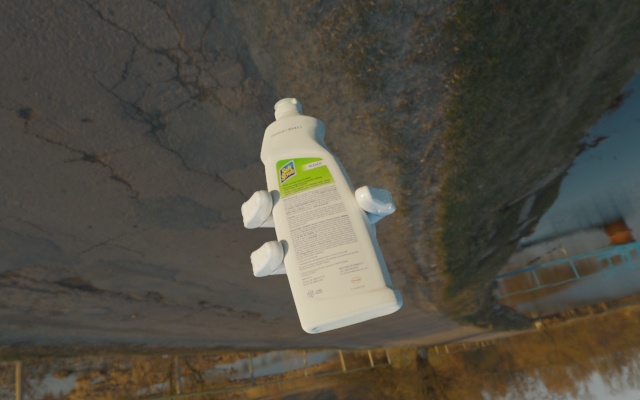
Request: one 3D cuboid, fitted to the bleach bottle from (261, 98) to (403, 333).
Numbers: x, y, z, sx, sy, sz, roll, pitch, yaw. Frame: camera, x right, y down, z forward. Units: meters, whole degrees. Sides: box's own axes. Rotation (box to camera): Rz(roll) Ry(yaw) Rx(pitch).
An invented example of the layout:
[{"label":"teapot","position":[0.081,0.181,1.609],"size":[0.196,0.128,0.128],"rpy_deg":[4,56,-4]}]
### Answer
[{"label":"bleach bottle","position":[0.000,0.002,0.499],"size":[0.102,0.250,0.068],"rpy_deg":[-15,-21,0]}]
